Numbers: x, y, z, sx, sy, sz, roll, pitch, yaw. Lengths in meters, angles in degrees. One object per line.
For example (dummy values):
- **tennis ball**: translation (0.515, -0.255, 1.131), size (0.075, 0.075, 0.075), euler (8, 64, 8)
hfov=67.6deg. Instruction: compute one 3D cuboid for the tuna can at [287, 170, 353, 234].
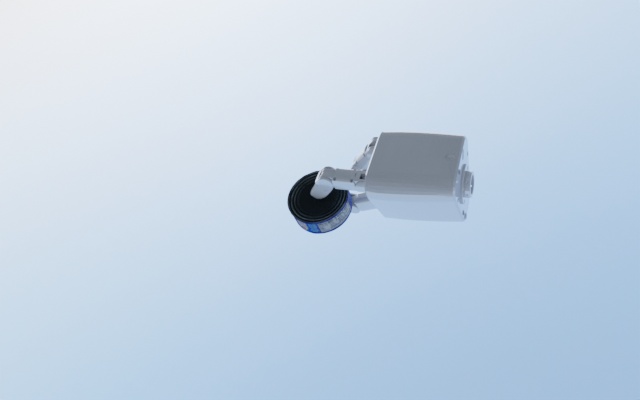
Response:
- **tuna can**: translation (0.000, 0.002, 0.656), size (0.086, 0.086, 0.034), euler (0, -33, 20)
